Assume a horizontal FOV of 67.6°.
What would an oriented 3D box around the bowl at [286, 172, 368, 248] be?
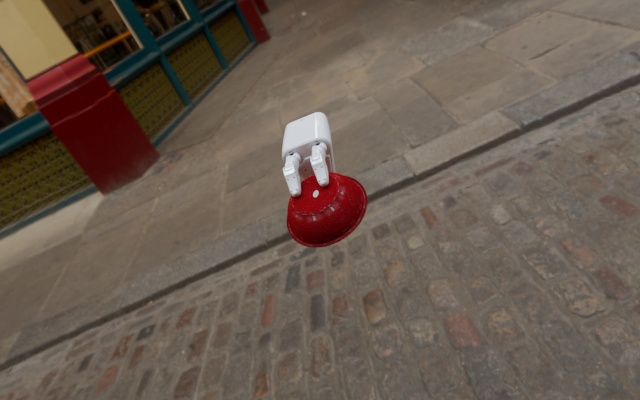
[{"bbox_3d":[0.000,0.003,0.859,0.162,0.162,0.055,0,-35,29],"label":"bowl"}]
